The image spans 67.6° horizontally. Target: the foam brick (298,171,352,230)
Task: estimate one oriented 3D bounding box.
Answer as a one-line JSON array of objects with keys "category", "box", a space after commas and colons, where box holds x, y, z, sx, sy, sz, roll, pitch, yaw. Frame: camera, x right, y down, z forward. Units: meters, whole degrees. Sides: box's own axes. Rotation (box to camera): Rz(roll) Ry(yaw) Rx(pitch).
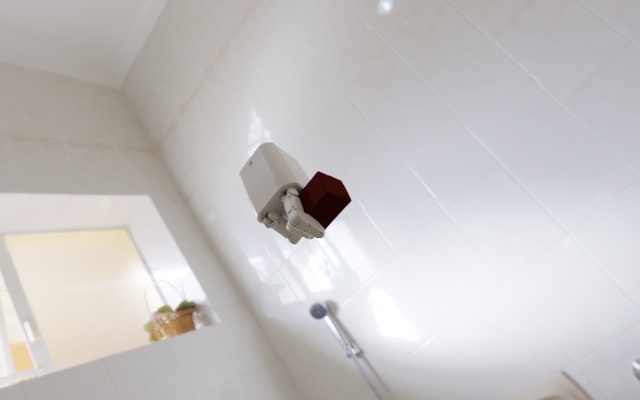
[{"category": "foam brick", "box": [0.000, 0.002, 0.749, 0.053, 0.051, 0.078, 20, -56, -35]}]
